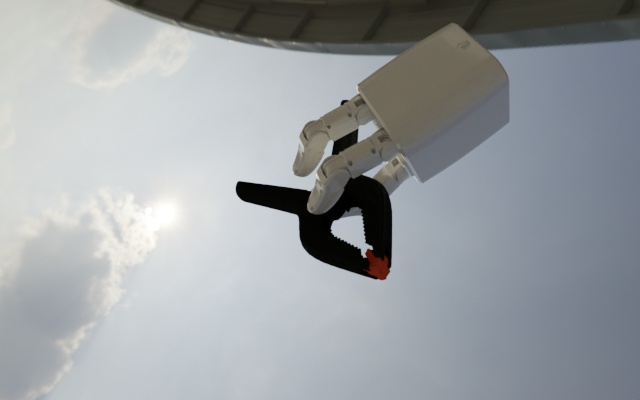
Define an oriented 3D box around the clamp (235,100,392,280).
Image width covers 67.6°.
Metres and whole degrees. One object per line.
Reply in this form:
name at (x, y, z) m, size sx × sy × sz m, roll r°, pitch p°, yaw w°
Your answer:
clamp at (0.001, 0.002, 0.474) m, size 0.164 × 0.209 × 0.036 m, roll -33°, pitch -42°, yaw 9°
